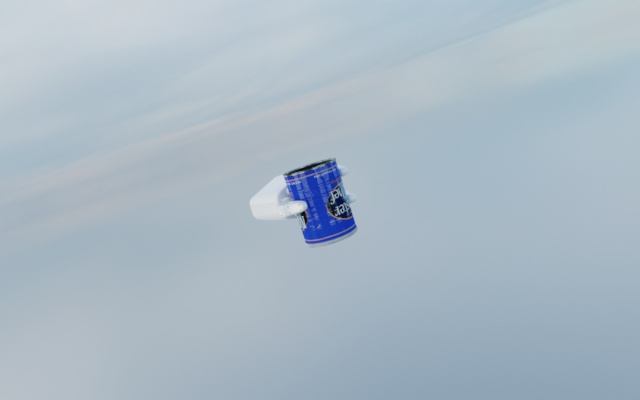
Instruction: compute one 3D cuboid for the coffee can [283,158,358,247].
[{"bbox_3d":[0.000,0.003,0.885,0.103,0.140,0.103,-17,9,3],"label":"coffee can"}]
